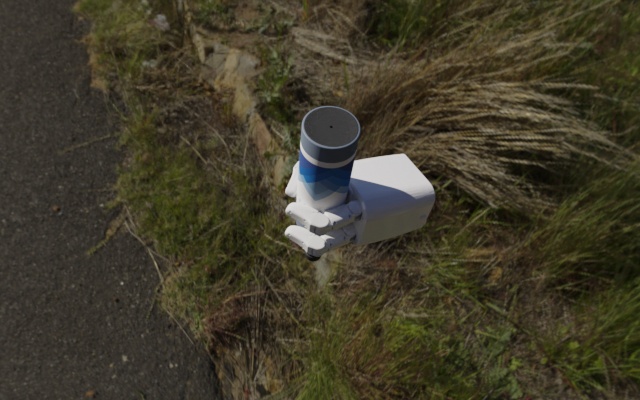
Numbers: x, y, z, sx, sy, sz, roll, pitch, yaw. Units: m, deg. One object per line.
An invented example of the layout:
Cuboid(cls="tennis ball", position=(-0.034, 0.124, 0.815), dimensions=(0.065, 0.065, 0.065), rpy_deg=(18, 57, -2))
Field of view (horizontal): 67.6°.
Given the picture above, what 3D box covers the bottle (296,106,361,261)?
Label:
Cuboid(cls="bottle", position=(0.000, 0.002, 0.653), dimensions=(0.069, 0.069, 0.296), rpy_deg=(0, -35, -6))
